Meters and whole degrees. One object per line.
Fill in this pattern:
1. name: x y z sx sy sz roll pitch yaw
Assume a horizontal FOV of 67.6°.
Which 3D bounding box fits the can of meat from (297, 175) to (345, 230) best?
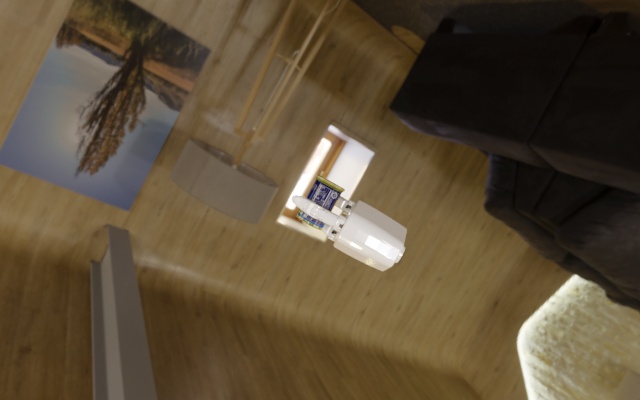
1. can of meat: 0.000 0.003 0.871 0.057 0.084 0.102 28 4 1
